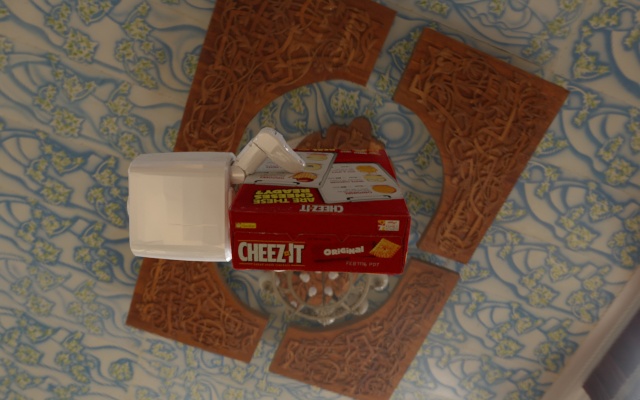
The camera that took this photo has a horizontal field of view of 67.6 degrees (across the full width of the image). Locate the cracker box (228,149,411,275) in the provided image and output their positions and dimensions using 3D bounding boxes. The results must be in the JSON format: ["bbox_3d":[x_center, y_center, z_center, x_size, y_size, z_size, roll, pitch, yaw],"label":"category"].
[{"bbox_3d":[0.000,0.001,0.530,0.164,0.072,0.213,1,22,1],"label":"cracker box"}]
